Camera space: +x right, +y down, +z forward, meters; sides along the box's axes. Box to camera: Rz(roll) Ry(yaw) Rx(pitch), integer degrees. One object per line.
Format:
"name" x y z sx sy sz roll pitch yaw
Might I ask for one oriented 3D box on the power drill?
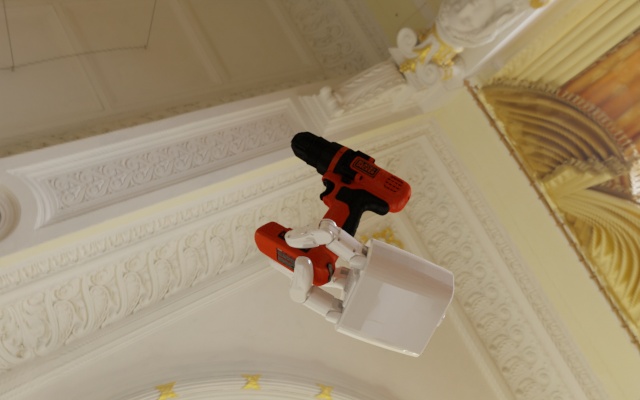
"power drill" 0.000 0.002 0.618 0.184 0.187 0.057 29 -29 18
